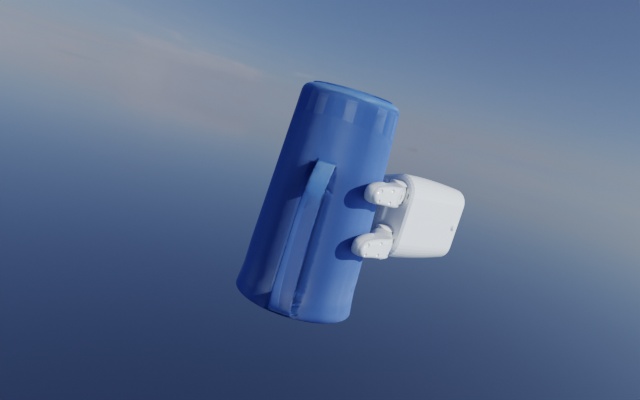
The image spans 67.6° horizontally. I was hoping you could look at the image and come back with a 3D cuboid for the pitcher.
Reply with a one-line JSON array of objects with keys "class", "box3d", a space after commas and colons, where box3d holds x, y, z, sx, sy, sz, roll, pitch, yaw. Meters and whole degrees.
[{"class": "pitcher", "box3d": [0.000, 0.002, 0.516, 0.145, 0.243, 0.149, 10, 11, -37]}]
